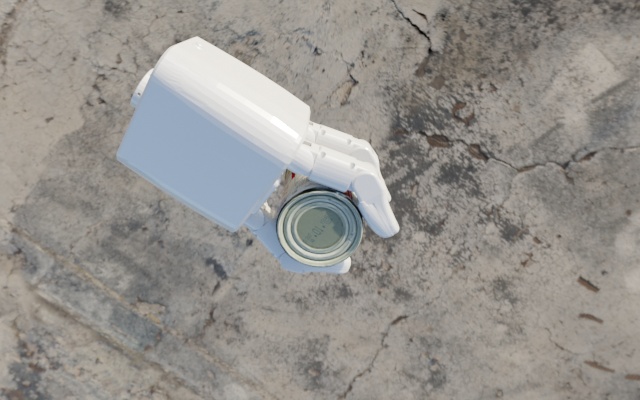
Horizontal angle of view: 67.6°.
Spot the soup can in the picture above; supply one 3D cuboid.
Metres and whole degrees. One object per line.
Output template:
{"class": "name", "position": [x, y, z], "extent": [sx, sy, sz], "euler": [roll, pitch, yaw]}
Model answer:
{"class": "soup can", "position": [0.000, 0.002, 0.400], "extent": [0.068, 0.068, 0.102], "euler": [0, 24, 1]}
